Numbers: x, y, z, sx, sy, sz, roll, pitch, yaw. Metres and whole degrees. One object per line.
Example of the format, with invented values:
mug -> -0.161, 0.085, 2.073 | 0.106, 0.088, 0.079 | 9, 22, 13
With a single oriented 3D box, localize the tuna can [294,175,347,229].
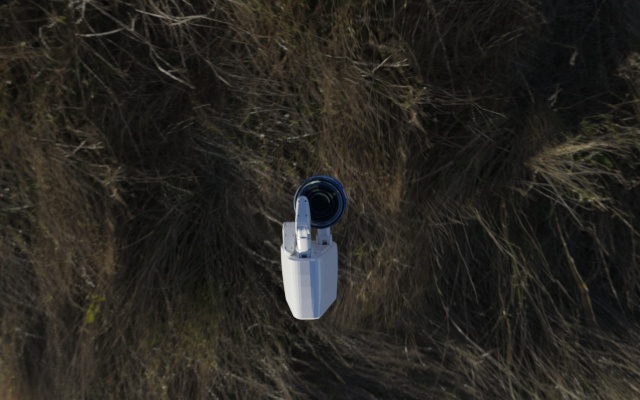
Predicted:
tuna can -> 0.000, 0.003, 0.773 | 0.086, 0.086, 0.033 | 0, 9, 6
